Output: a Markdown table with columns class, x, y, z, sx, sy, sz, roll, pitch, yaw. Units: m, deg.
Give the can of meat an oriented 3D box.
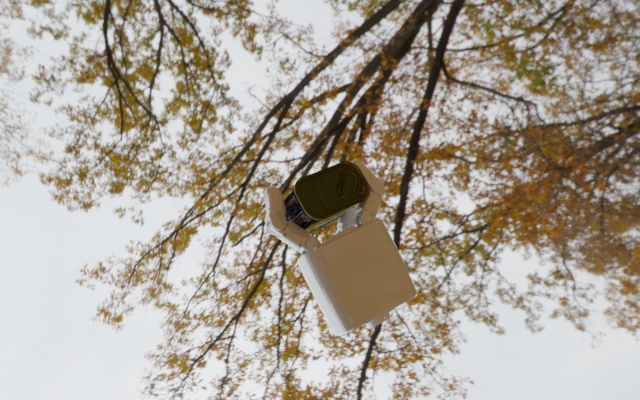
| class | x | y | z | sx | sy | sz | roll | pitch | yaw |
| --- | --- | --- | --- | --- | --- | --- | --- | --- | --- |
| can of meat | 0.000 | 0.002 | 0.616 | 0.102 | 0.057 | 0.084 | -24 | -11 | -32 |
